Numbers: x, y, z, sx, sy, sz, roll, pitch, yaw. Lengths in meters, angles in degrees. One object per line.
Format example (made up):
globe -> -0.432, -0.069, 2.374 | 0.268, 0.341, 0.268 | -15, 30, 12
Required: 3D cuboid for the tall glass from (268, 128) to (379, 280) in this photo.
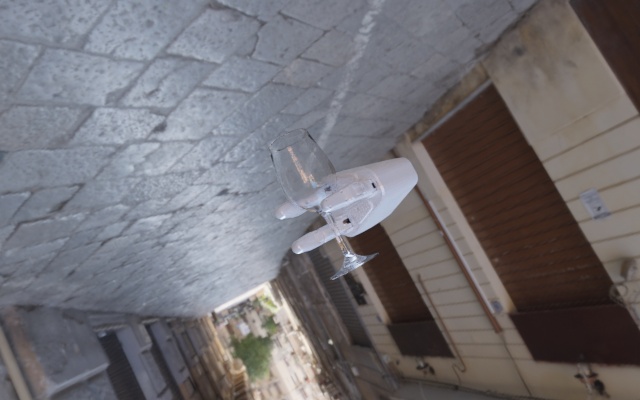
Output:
tall glass -> 0.000, 0.003, 0.656 | 0.079, 0.201, 0.079 | -28, -6, -3
